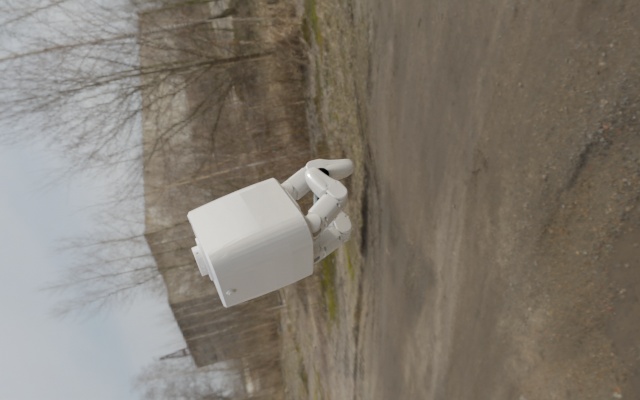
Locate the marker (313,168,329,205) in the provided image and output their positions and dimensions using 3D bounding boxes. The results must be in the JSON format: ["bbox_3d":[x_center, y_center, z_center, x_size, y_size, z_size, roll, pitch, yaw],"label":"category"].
[{"bbox_3d":[0.000,0.002,0.600,0.020,0.020,0.121,0,-37,-1],"label":"marker"}]
